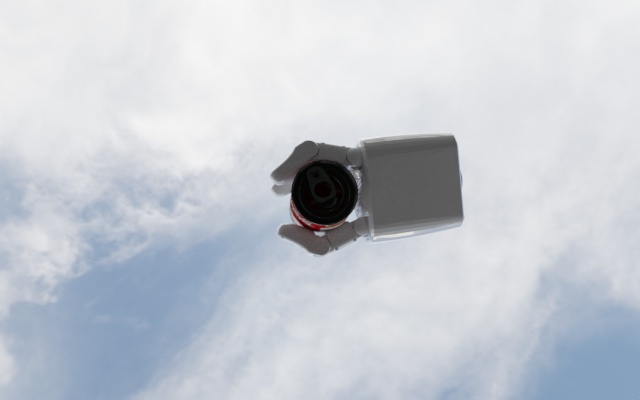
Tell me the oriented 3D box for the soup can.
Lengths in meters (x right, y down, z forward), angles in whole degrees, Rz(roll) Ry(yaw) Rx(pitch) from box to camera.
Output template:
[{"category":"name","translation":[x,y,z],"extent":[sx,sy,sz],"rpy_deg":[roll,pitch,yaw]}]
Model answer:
[{"category":"soup can","translation":[0.000,0.002,0.526],"extent":[0.068,0.068,0.102],"rpy_deg":[0,-12,-5]}]
